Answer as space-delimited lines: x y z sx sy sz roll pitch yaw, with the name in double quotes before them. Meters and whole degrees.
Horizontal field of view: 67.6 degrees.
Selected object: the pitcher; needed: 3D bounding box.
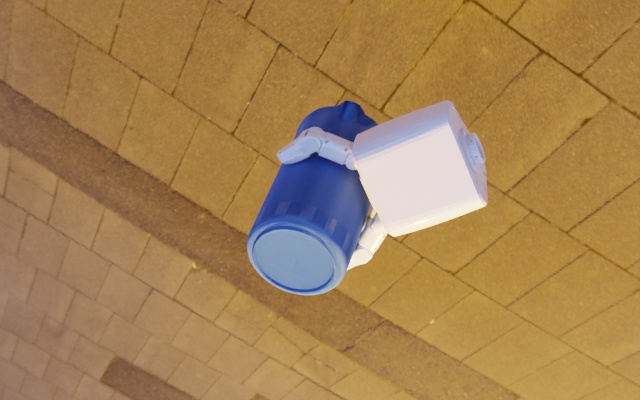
"pitcher" 0.000 0.002 0.584 0.145 0.149 0.242 -20 27 29
